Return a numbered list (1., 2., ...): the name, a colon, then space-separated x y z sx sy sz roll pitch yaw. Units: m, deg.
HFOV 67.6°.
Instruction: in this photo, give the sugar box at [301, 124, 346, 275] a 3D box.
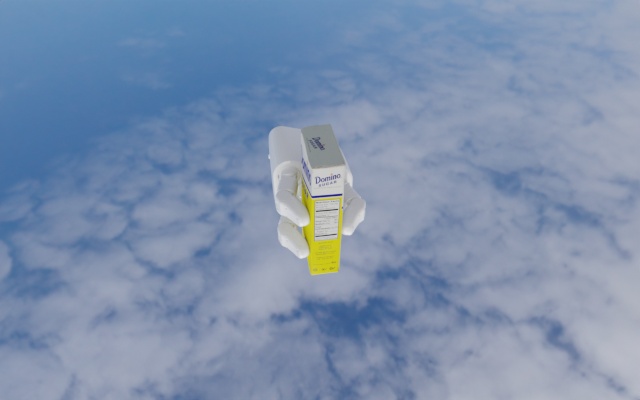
1. sugar box: 0.000 0.002 0.611 0.048 0.176 0.093 -8 39 -7
